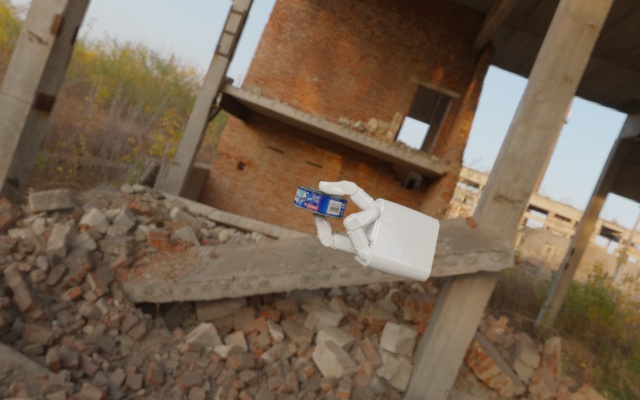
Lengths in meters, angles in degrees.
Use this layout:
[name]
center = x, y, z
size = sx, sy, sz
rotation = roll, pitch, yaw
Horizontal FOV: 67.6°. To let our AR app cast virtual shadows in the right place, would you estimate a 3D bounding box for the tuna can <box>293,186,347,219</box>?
[tuna can]
center = 0.000, 0.002, 0.784
size = 0.086, 0.034, 0.086
rotation = 16, 4, -1
